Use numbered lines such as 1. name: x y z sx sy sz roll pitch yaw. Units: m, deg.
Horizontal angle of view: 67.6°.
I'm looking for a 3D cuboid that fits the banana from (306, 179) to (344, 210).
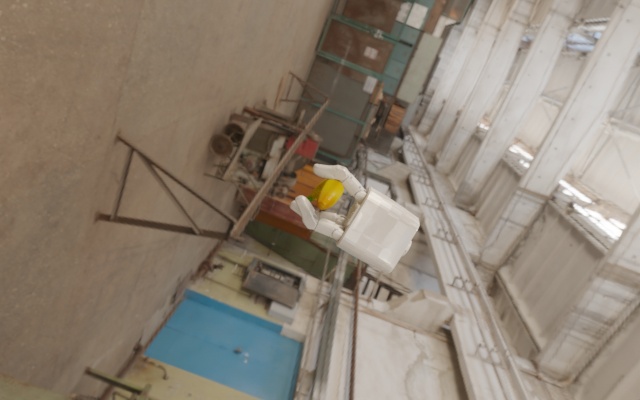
1. banana: 0.012 -0.011 0.837 0.037 0.069 0.198 41 -5 -6
